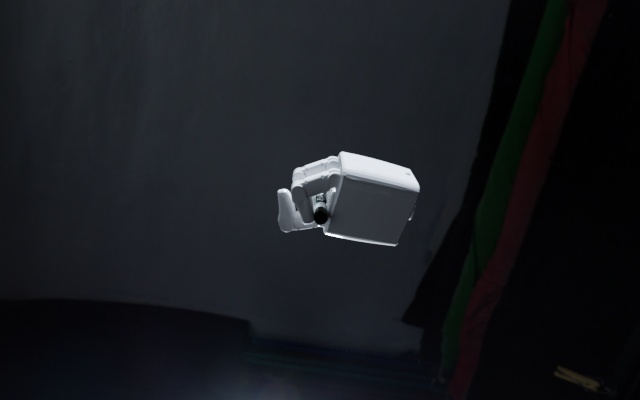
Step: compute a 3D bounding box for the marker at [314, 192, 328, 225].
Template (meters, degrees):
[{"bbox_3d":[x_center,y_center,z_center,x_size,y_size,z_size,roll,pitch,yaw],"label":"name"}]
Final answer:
[{"bbox_3d":[0.000,0.002,0.675,0.020,0.020,0.121,0,23,-1],"label":"marker"}]
